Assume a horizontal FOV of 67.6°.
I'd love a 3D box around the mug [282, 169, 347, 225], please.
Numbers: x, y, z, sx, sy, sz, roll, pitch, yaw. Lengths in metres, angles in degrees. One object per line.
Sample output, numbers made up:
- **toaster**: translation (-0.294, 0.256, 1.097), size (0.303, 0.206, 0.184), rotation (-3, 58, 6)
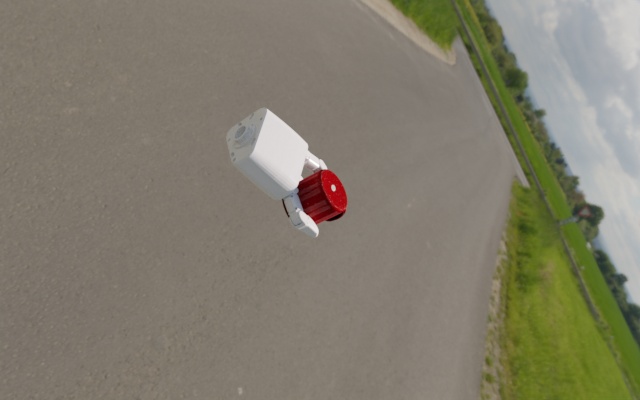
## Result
- **mug**: translation (0.001, 0.003, 0.839), size (0.081, 0.093, 0.117), rotation (-27, -45, 28)
